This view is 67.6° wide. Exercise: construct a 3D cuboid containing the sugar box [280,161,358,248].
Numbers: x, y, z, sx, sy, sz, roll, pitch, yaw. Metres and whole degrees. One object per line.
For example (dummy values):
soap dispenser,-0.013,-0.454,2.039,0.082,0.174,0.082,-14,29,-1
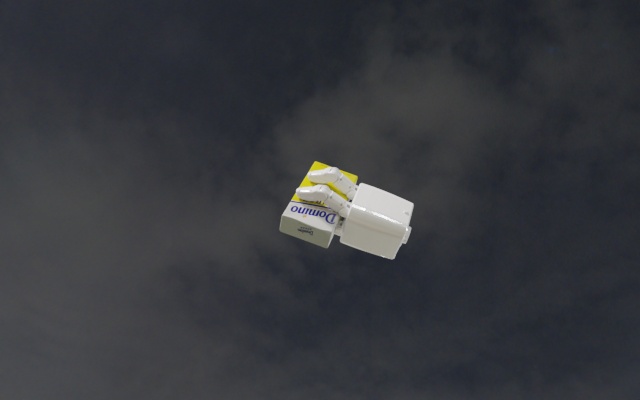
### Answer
sugar box,0.000,0.002,0.879,0.093,0.048,0.176,19,39,7
